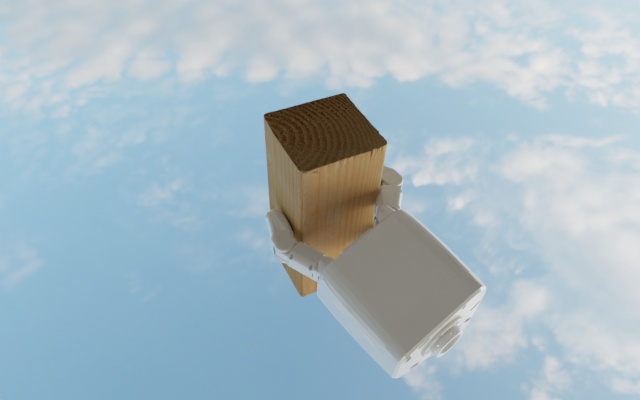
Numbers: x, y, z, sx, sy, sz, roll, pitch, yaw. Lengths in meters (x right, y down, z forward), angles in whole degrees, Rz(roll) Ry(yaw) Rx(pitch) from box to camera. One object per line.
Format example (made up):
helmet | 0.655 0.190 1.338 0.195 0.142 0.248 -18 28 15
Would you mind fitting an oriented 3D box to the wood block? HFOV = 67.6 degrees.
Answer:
wood block | 0.000 0.002 0.517 0.091 0.090 0.206 -19 -38 -19
